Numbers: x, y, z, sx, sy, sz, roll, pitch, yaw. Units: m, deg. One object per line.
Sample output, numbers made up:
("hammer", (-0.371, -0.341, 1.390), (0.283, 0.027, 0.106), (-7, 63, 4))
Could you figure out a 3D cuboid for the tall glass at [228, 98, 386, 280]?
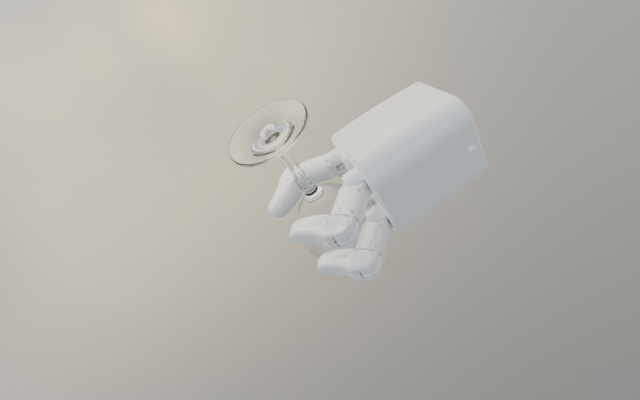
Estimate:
("tall glass", (0.000, 0.001, 0.455), (0.079, 0.079, 0.201), (0, -36, 32))
